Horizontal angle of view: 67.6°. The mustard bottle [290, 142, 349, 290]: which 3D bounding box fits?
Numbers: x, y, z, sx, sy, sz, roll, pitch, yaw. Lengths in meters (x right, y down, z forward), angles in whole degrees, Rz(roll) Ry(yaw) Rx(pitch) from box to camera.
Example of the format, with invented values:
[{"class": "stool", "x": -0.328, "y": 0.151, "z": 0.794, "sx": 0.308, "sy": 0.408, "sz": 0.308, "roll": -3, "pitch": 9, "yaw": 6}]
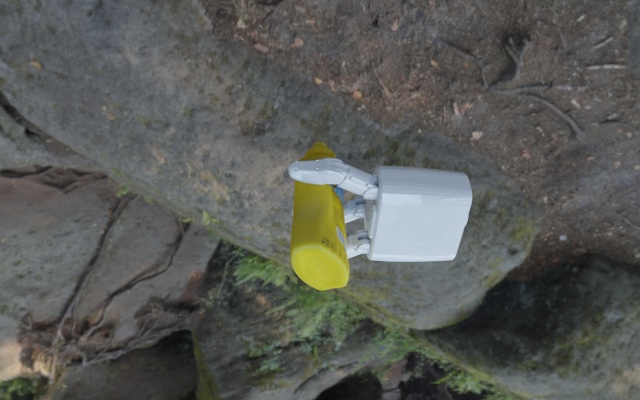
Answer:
[{"class": "mustard bottle", "x": 0.000, "y": 0.002, "z": 0.569, "sx": 0.058, "sy": 0.191, "sz": 0.096, "roll": -13, "pitch": -41, "yaw": 16}]
